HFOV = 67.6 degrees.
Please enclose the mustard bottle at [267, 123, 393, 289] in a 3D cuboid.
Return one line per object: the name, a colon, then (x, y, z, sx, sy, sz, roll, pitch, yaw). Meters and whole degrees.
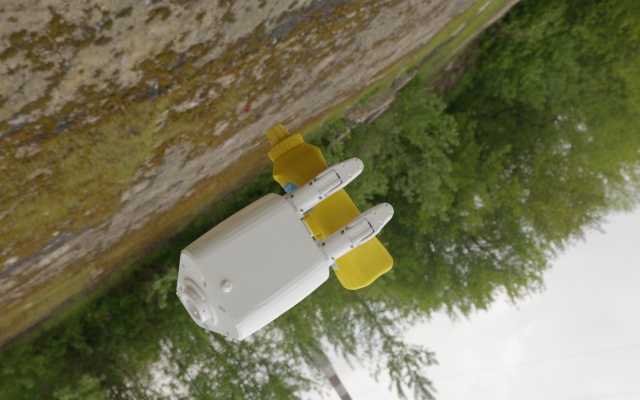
mustard bottle: (0.000, 0.002, 0.514, 0.058, 0.191, 0.096, -33, -1, -10)
